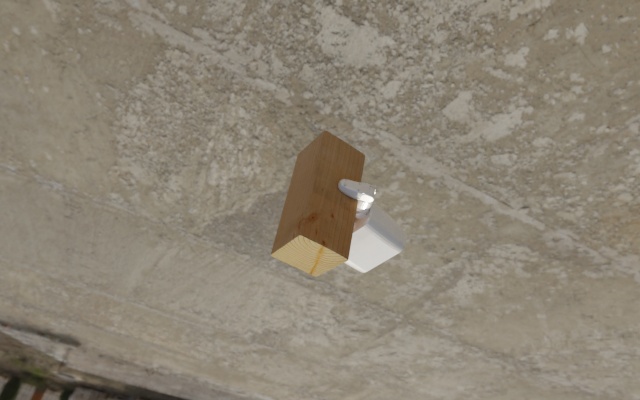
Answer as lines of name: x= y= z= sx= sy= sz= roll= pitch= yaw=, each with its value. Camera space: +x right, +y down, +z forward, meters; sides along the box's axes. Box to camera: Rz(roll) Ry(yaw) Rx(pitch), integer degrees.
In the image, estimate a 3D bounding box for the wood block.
wood block: x=0.001 y=0.003 z=0.771 sx=0.090 sy=0.206 sz=0.091 roll=29 pitch=-39 yaw=-23
